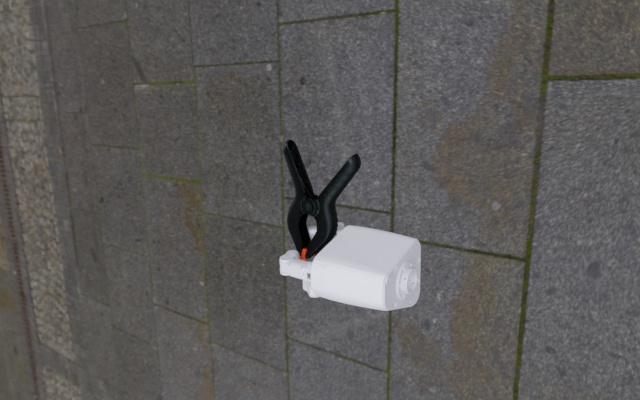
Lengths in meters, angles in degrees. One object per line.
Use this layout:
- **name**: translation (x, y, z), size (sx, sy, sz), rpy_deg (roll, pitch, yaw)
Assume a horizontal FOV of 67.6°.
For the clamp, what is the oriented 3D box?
- **clamp**: translation (0.000, 0.002, 0.669), size (0.120, 0.171, 0.039), rpy_deg (7, 15, 36)
